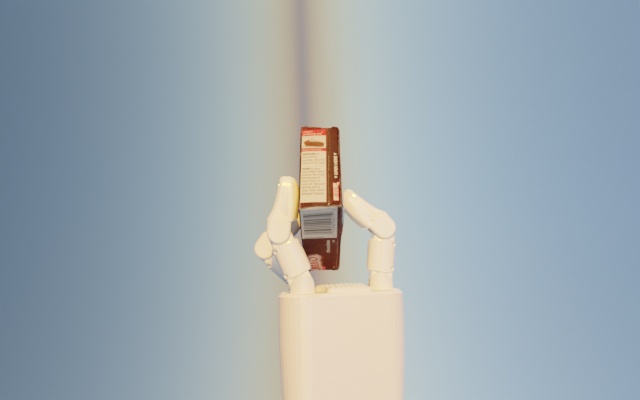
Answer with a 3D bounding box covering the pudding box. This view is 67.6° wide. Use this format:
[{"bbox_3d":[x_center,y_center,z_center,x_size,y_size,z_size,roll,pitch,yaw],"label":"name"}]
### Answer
[{"bbox_3d":[0.000,0.001,0.443,0.039,0.090,0.114,0,-35,-2],"label":"pudding box"}]
